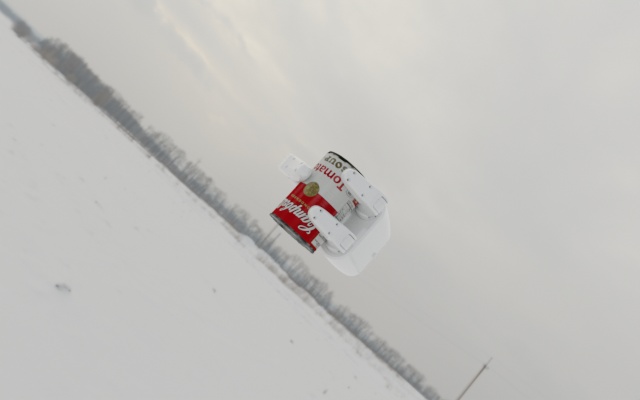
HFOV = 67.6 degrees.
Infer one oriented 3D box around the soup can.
[{"bbox_3d":[0.000,0.001,0.552,0.068,0.102,0.068,41,-8,7],"label":"soup can"}]
